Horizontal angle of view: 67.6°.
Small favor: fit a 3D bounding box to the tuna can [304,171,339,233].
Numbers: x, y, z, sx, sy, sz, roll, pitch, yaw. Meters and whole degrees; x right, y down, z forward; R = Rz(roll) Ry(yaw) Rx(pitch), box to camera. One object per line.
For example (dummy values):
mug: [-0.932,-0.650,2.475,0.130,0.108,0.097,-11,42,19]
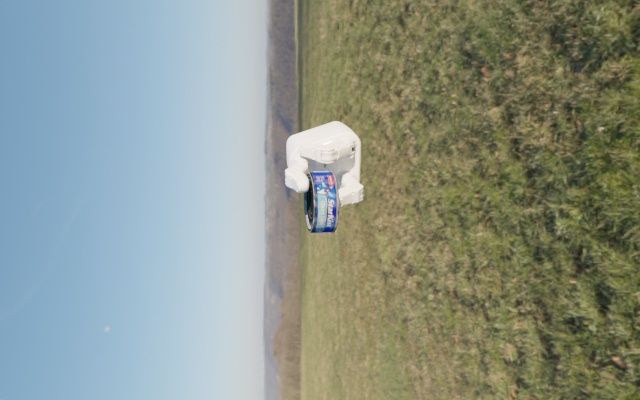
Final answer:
tuna can: [0.000,0.002,0.656,0.034,0.086,0.086,-1,0,-11]
